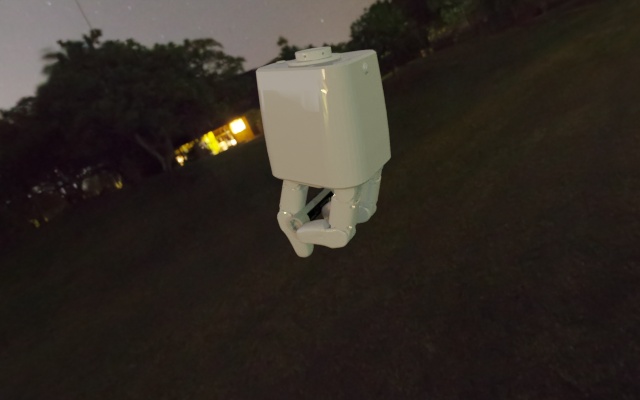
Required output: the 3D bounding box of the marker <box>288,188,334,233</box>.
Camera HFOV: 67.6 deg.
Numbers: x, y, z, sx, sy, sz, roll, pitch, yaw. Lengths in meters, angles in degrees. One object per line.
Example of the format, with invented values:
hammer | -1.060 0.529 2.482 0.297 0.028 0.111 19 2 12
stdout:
marker | 0.000 0.002 0.534 0.020 0.020 0.121 0 23 28
